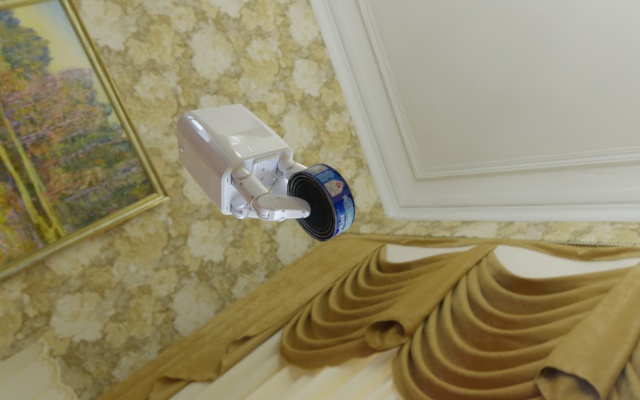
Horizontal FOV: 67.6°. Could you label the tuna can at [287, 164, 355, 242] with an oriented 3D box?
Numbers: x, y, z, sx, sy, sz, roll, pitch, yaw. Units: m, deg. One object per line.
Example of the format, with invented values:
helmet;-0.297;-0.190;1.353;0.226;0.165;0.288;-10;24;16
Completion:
tuna can;0.001;0.002;0.549;0.033;0.086;0.086;-27;15;-32
